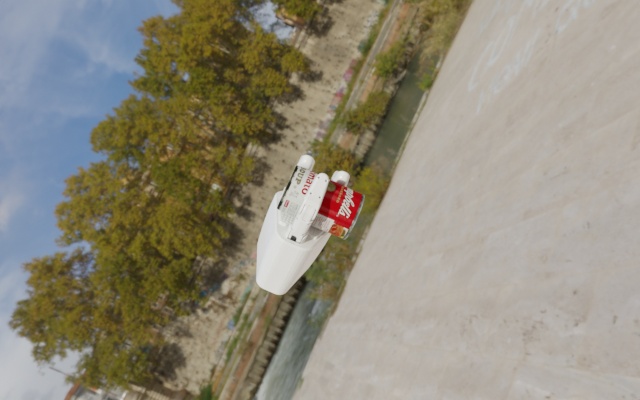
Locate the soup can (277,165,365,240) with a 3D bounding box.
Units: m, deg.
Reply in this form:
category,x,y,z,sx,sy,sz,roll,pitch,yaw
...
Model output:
category,x,y,z,sx,sy,sz,roll,pitch,yaw
soup can,0.000,0.002,0.650,0.102,0.068,0.068,24,-2,-3
